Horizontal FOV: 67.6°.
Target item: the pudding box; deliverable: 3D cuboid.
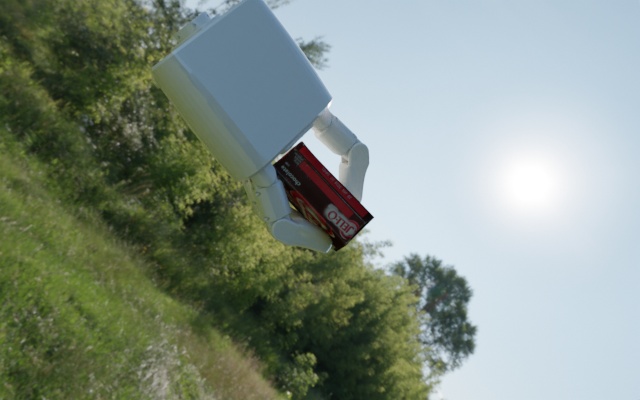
[{"bbox_3d":[0.000,0.001,0.440,0.039,0.090,0.113,-42,-5,-6],"label":"pudding box"}]
